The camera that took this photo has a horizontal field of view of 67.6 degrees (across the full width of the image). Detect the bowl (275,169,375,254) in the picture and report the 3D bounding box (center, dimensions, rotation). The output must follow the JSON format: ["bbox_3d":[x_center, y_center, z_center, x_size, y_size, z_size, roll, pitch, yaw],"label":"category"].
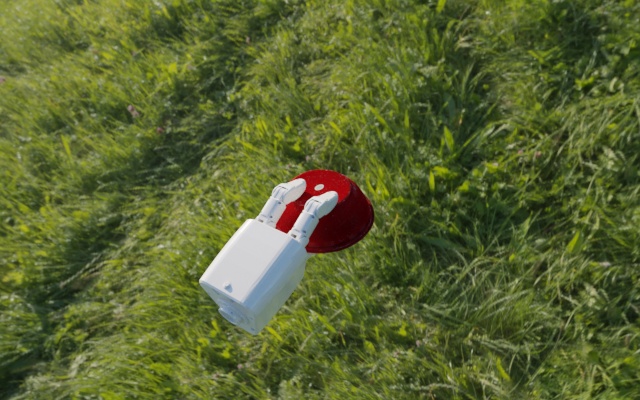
[{"bbox_3d":[0.001,0.001,0.710,0.162,0.055,0.162,-2,40,2],"label":"bowl"}]
